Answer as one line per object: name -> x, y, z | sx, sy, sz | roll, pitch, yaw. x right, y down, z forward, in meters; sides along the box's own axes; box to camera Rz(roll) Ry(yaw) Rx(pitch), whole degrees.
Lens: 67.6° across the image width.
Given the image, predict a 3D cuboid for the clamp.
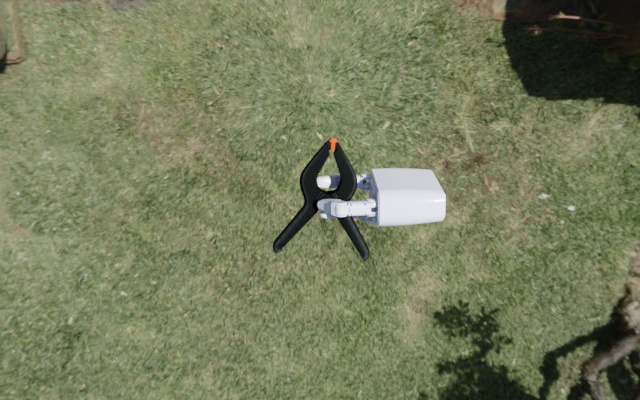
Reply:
clamp -> 0.000, 0.002, 0.791 | 0.164, 0.210, 0.036 | -2, 13, -3
